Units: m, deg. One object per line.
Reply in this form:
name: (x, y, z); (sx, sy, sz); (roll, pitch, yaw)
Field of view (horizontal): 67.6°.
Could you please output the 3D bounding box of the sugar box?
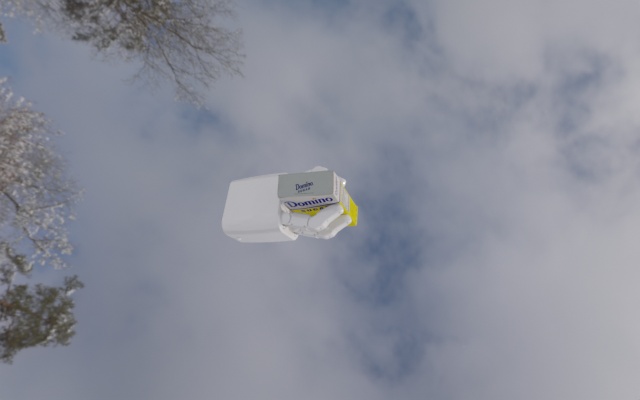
sugar box: (0.000, 0.003, 0.809); (0.093, 0.048, 0.176); (-4, -17, 16)
